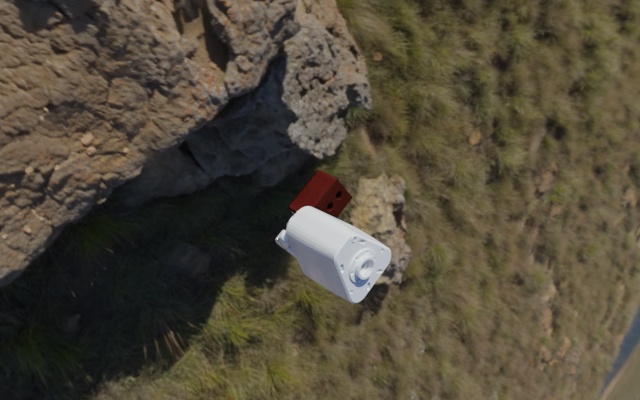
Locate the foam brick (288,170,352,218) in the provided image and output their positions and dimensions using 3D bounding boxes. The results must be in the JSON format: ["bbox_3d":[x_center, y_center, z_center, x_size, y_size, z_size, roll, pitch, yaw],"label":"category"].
[{"bbox_3d":[0.000,0.002,0.735,0.051,0.078,0.053,25,-17,47],"label":"foam brick"}]
